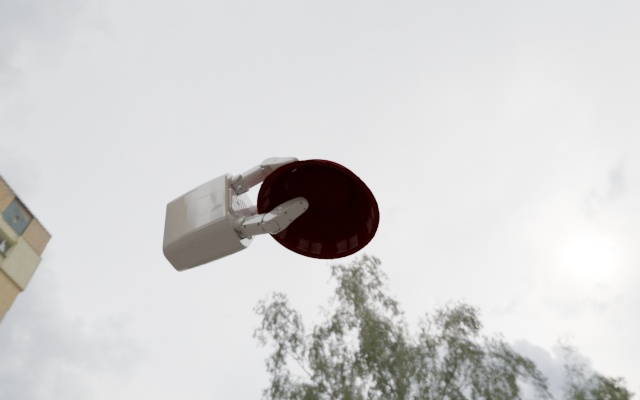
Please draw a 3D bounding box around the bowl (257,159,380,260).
[{"bbox_3d":[0.001,0.002,0.635,0.162,0.162,0.055,0,36,13],"label":"bowl"}]
